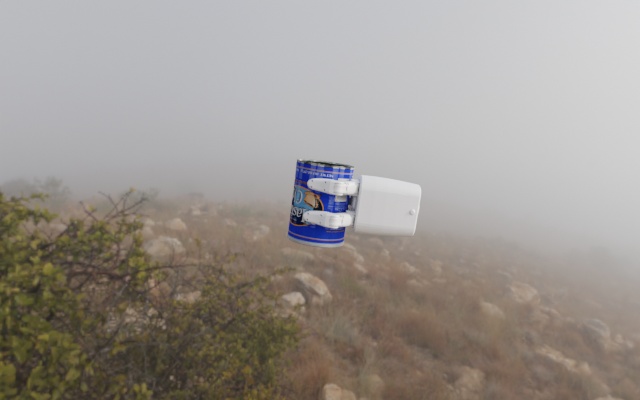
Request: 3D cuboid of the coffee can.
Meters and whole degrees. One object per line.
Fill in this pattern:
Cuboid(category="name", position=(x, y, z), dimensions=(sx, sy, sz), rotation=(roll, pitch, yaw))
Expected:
Cuboid(category="coffee can", position=(0.000, 0.003, 0.844), dimensions=(0.103, 0.140, 0.103), rotation=(8, 8, -1))
